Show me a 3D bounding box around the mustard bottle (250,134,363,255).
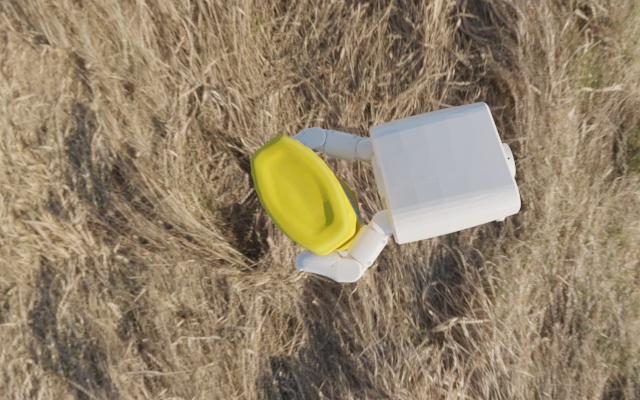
[{"bbox_3d":[0.000,0.002,0.443,0.058,0.096,0.191,-38,-10,5],"label":"mustard bottle"}]
